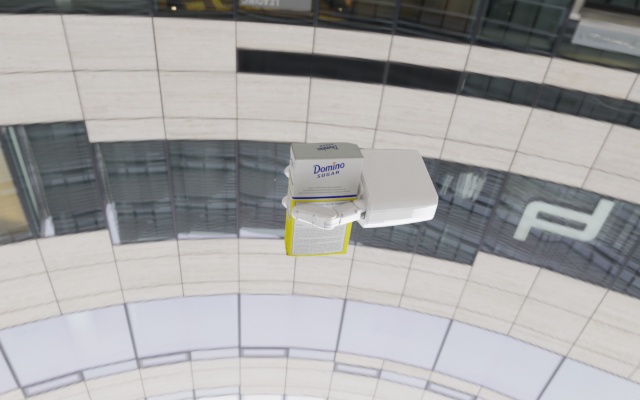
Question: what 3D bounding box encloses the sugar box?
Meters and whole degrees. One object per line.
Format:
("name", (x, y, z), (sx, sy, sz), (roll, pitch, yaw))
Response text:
("sugar box", (0.000, 0.002, 0.673), (0.093, 0.176, 0.048), (-2, 37, -12))
